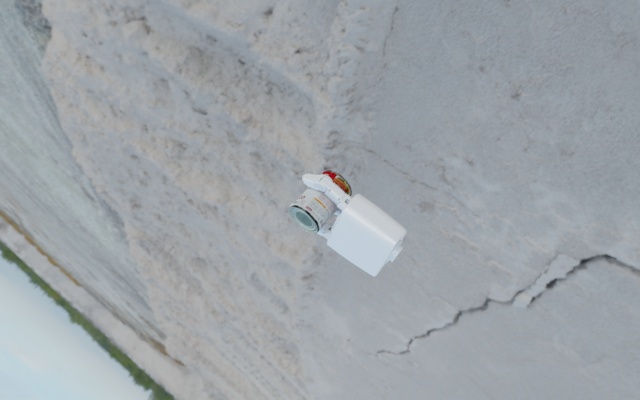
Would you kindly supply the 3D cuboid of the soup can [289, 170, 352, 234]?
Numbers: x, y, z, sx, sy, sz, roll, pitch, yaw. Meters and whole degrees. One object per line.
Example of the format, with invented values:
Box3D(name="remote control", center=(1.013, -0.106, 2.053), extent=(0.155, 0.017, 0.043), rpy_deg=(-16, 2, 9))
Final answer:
Box3D(name="soup can", center=(0.000, 0.003, 0.858), extent=(0.068, 0.068, 0.102), rpy_deg=(0, 41, 53))
